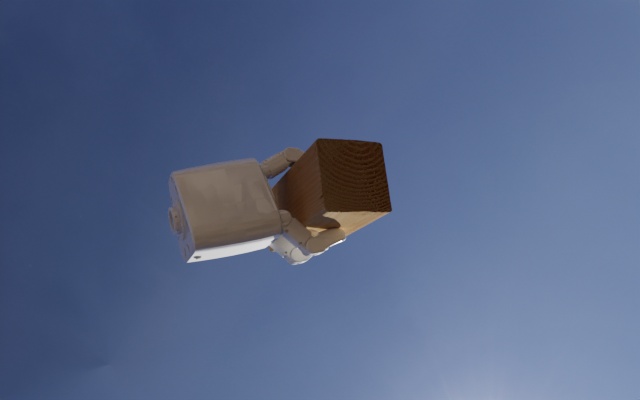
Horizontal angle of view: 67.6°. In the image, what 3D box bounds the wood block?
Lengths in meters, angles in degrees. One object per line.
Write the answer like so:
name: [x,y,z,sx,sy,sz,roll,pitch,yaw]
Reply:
wood block: [0.000,0.002,0.638,0.090,0.090,0.206,0,-18,-24]
